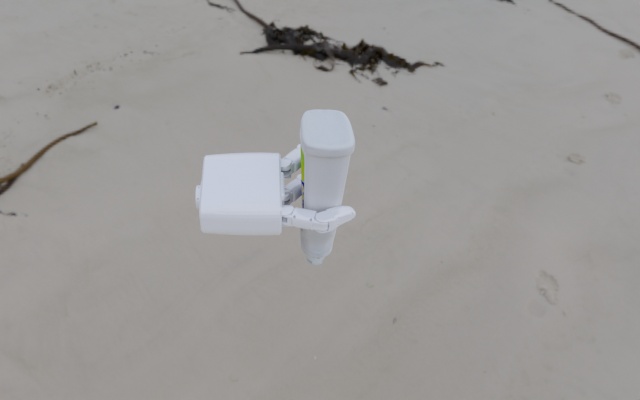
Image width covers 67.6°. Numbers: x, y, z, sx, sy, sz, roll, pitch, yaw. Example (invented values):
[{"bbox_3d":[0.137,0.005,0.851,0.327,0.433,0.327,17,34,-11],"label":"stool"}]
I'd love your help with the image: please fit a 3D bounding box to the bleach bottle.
[{"bbox_3d":[0.000,0.002,0.686,0.068,0.251,0.102,1,39,-5],"label":"bleach bottle"}]
